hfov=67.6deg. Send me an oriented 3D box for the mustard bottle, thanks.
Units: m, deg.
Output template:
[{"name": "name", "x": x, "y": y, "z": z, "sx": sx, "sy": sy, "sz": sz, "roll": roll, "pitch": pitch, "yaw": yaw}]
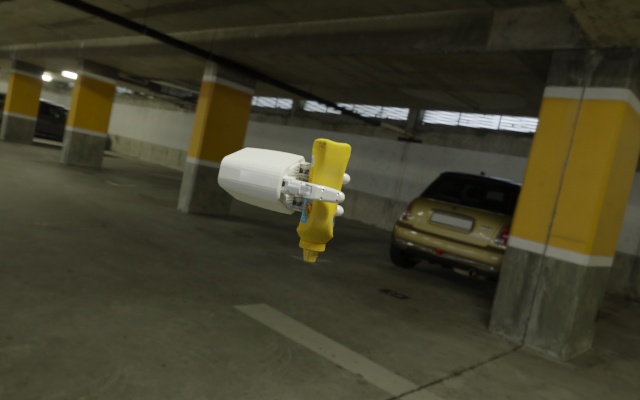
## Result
[{"name": "mustard bottle", "x": 0.001, "y": 0.002, "z": 0.750, "sx": 0.058, "sy": 0.191, "sz": 0.096, "roll": 11, "pitch": 4, "yaw": -10}]
